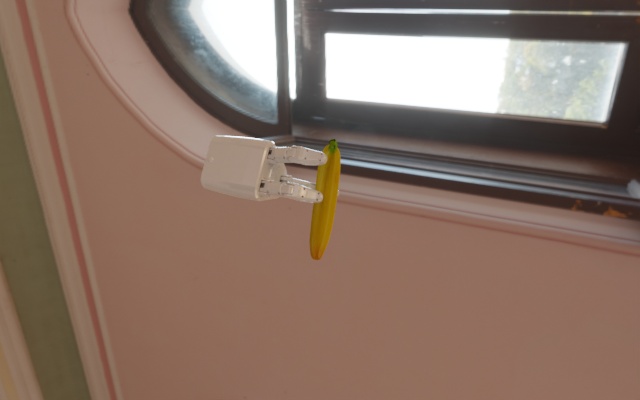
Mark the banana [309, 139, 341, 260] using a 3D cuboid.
[{"bbox_3d":[0.006,-0.005,0.770,0.037,0.198,0.069,10,16,14],"label":"banana"}]
